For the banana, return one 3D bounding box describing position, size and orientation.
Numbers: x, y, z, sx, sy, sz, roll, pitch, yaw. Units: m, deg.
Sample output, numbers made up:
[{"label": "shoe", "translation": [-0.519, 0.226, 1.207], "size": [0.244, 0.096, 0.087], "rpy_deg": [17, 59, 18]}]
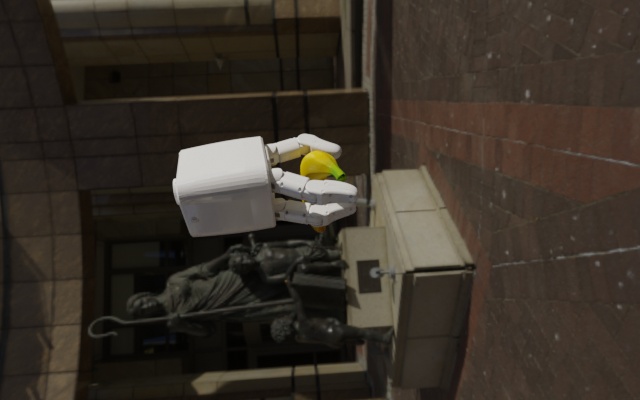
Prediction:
[{"label": "banana", "translation": [-0.005, -0.016, 0.639], "size": [0.037, 0.069, 0.198], "rpy_deg": [-15, -19, -11]}]
